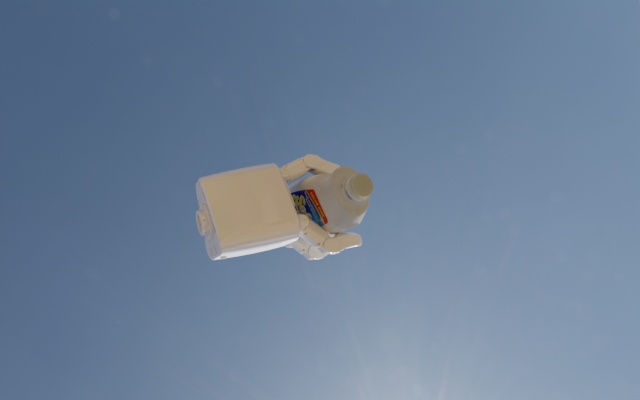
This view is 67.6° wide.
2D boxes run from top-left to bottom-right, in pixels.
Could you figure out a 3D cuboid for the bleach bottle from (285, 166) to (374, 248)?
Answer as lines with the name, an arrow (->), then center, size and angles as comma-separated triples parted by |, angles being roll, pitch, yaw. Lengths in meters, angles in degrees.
bleach bottle -> 0.000, 0.002, 0.672 | 0.068, 0.102, 0.251 | -12, -8, -25
